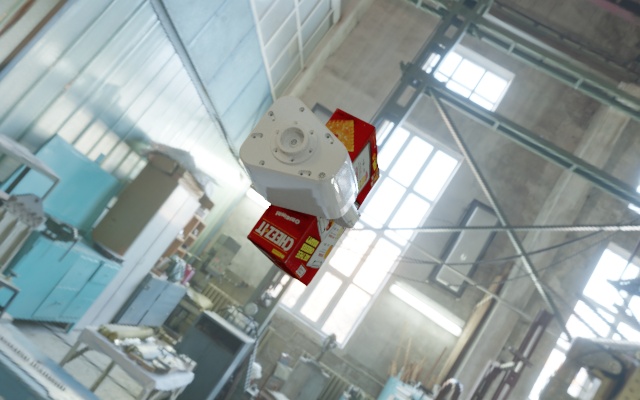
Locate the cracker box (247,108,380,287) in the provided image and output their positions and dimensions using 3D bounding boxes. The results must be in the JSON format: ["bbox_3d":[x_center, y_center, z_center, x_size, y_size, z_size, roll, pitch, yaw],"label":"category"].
[{"bbox_3d":[0.000,0.002,0.679,0.072,0.213,0.164,31,-13,18],"label":"cracker box"}]
